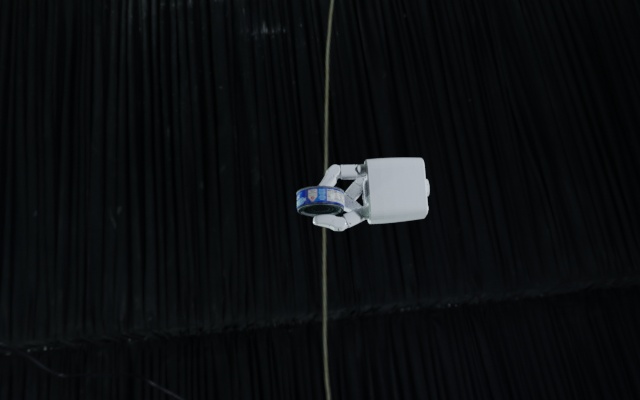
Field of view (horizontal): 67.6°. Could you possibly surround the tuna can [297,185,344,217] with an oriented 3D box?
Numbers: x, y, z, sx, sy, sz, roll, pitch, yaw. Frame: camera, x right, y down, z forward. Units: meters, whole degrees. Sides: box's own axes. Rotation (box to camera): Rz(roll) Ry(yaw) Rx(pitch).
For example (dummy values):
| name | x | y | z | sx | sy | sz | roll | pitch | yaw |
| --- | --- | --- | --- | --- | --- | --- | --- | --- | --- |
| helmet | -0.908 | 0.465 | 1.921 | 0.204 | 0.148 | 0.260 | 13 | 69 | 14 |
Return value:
| name | x | y | z | sx | sy | sz | roll | pitch | yaw |
| --- | --- | --- | --- | --- | --- | --- | --- | --- | --- |
| tuna can | 0.000 | 0.003 | 0.851 | 0.086 | 0.033 | 0.086 | -1 | -17 | 0 |
